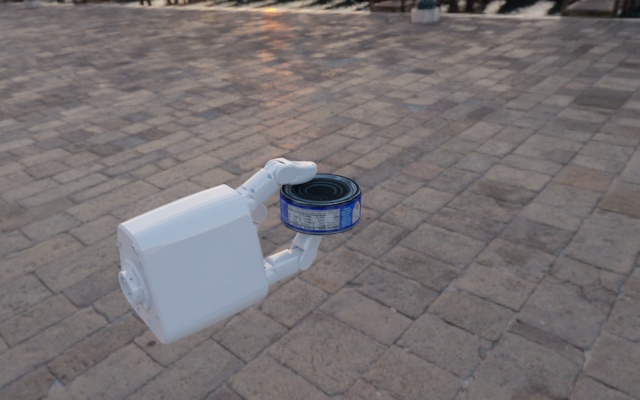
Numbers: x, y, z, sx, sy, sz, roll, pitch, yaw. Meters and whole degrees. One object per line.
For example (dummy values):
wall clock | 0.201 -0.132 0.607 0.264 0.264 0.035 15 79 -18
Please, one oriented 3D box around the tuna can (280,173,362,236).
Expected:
tuna can | 0.000 0.001 0.496 0.086 0.034 0.086 0 24 0
